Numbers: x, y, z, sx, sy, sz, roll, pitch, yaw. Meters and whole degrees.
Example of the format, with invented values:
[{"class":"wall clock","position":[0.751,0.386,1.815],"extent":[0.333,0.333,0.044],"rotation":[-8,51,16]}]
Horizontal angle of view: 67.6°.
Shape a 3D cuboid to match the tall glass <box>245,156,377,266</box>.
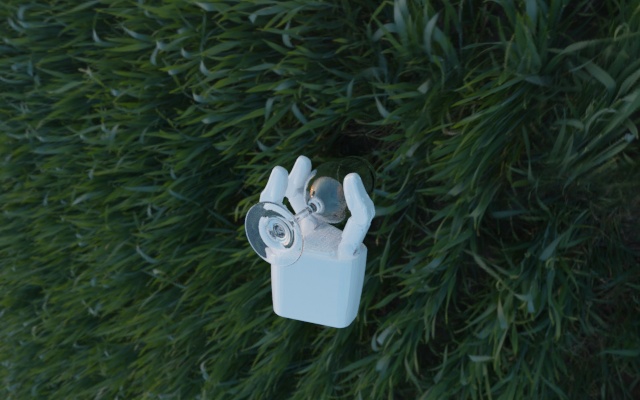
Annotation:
[{"class":"tall glass","position":[0.000,0.002,0.577],"extent":[0.079,0.079,0.201],"rotation":[0,20,32]}]
